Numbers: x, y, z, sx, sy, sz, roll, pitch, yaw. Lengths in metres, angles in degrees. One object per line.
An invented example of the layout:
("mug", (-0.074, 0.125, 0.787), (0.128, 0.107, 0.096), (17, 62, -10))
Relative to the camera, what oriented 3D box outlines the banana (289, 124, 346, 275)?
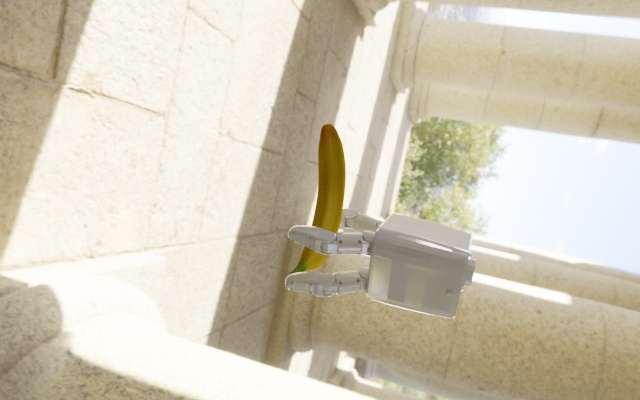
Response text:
("banana", (0.006, 0.004, 0.604), (0.037, 0.198, 0.069), (13, 7, 20))
